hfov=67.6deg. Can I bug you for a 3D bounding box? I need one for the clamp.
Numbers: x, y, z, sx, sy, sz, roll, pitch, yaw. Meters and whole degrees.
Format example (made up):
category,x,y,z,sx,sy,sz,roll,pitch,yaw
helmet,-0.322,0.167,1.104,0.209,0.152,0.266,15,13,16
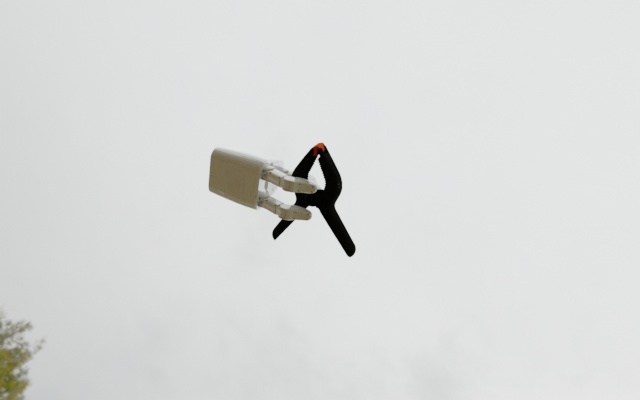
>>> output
category,x,y,z,sx,sy,sz,roll,pitch,yaw
clamp,0.000,0.002,0.857,0.164,0.210,0.036,17,26,13
